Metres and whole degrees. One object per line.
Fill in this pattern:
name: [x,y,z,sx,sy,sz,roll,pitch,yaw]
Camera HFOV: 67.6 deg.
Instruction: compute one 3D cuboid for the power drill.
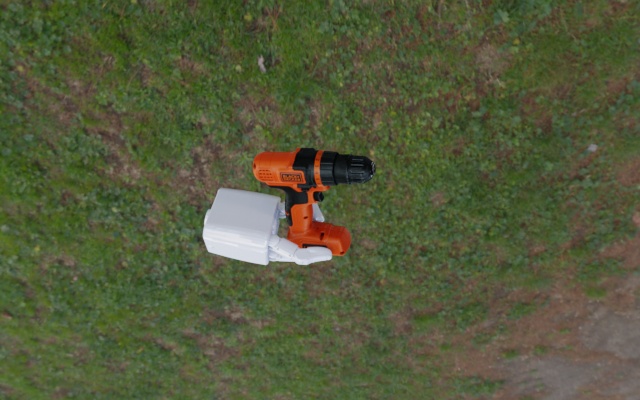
power drill: [0.000,0.003,0.744,0.184,0.188,0.057,4,41,18]
